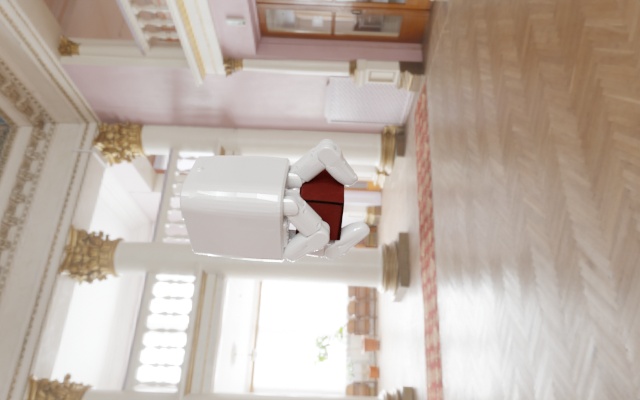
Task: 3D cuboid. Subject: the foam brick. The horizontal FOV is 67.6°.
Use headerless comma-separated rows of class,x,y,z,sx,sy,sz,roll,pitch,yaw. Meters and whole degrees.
foam brick,0.000,0.002,0.555,0.051,0.053,0.078,5,32,0
